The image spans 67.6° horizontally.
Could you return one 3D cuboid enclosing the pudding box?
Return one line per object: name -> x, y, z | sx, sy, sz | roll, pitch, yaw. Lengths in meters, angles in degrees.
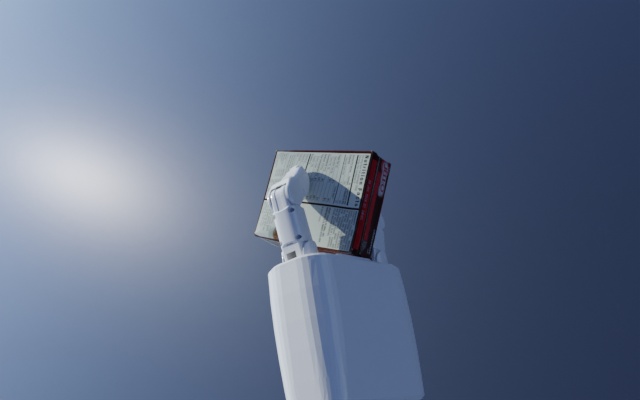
pudding box -> 0.000, 0.001, 0.429 | 0.113, 0.090, 0.039 | 6, -14, 35
